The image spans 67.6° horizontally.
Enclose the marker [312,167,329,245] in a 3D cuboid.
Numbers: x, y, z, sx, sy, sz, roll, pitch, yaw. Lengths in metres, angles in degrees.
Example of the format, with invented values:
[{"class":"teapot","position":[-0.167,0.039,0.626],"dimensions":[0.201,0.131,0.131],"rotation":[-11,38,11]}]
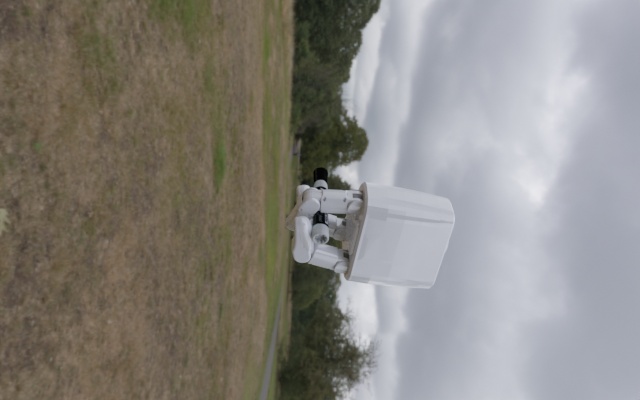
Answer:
[{"class":"marker","position":[0.000,0.002,0.561],"dimensions":[0.020,0.020,0.121],"rotation":[0,42,0]}]
